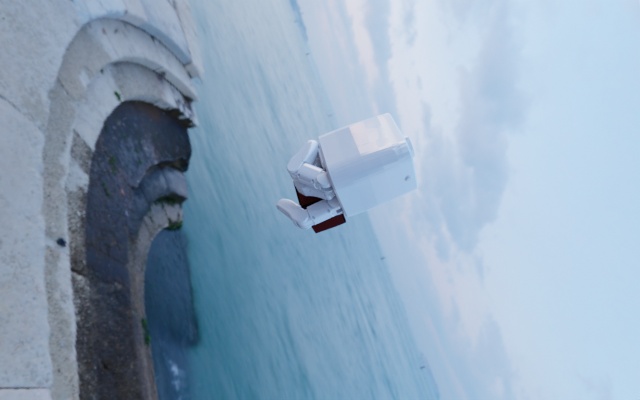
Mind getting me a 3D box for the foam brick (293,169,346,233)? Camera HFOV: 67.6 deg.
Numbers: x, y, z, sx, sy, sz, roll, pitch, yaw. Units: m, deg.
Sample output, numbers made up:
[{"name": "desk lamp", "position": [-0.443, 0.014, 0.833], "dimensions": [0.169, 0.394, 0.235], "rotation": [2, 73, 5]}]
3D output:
[{"name": "foam brick", "position": [0.000, 0.002, 0.697], "dimensions": [0.051, 0.053, 0.078], "rotation": [-20, -35, 5]}]
